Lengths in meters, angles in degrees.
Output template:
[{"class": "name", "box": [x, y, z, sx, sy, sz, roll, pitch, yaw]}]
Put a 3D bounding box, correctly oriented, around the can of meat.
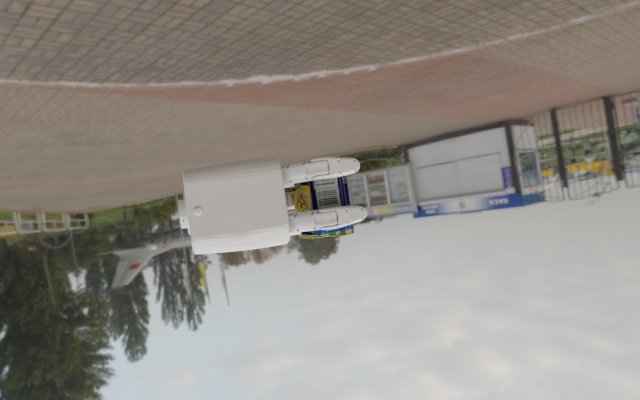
[{"class": "can of meat", "box": [0.000, 0.002, 0.585, 0.057, 0.084, 0.102, -8, -1, -17]}]
